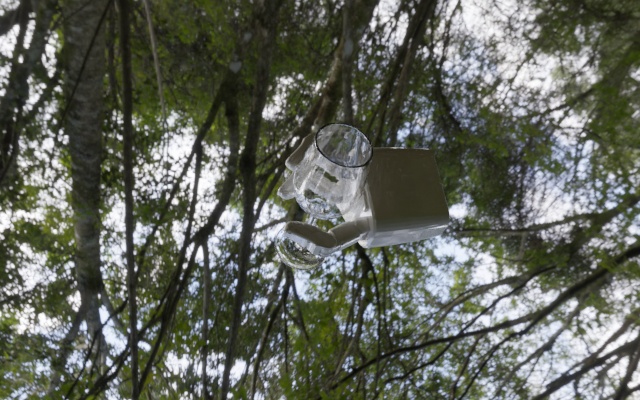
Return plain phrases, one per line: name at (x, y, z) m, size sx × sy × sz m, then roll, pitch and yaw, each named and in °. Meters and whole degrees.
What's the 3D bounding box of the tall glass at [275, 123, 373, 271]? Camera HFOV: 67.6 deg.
tall glass at (0.000, 0.002, 0.557) m, size 0.079 × 0.079 × 0.201 m, roll 0°, pitch -36°, yaw -17°
